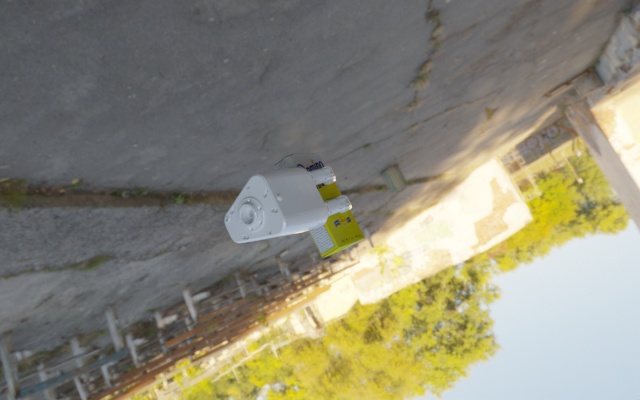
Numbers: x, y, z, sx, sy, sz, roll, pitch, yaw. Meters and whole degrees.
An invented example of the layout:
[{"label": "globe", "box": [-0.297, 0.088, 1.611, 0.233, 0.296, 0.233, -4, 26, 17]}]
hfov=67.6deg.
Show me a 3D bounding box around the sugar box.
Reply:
[{"label": "sugar box", "box": [0.000, 0.002, 0.809, 0.048, 0.176, 0.093, -32, -11, 31]}]
